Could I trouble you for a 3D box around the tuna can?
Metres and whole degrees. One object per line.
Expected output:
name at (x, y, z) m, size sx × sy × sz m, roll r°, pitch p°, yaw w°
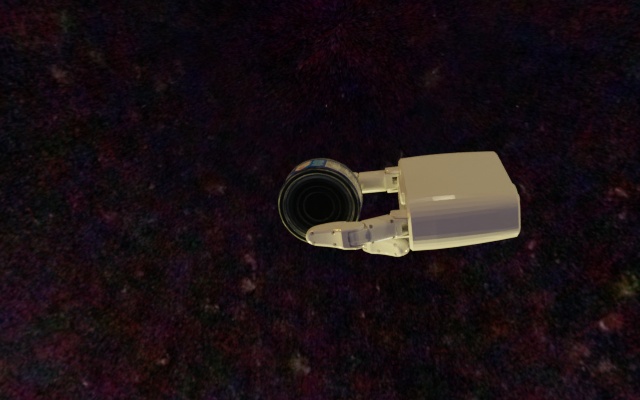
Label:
tuna can at (0.000, 0.002, 0.494) m, size 0.086 × 0.086 × 0.033 m, roll 0°, pitch 21°, yaw 8°
